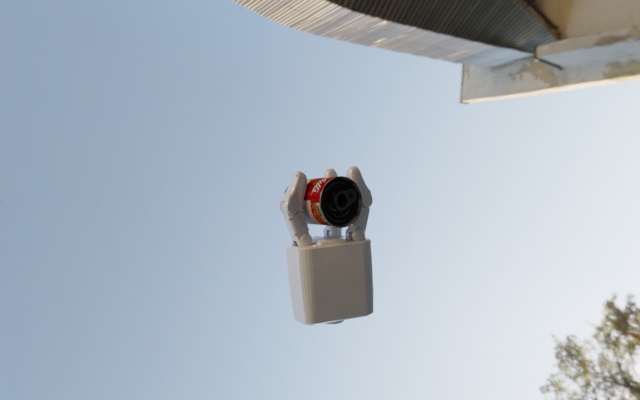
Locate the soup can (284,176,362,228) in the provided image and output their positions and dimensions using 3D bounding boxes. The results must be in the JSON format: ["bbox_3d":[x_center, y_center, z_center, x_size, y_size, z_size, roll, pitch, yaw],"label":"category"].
[{"bbox_3d":[0.000,0.002,0.666,0.068,0.068,0.102,0,0,-34],"label":"soup can"}]
